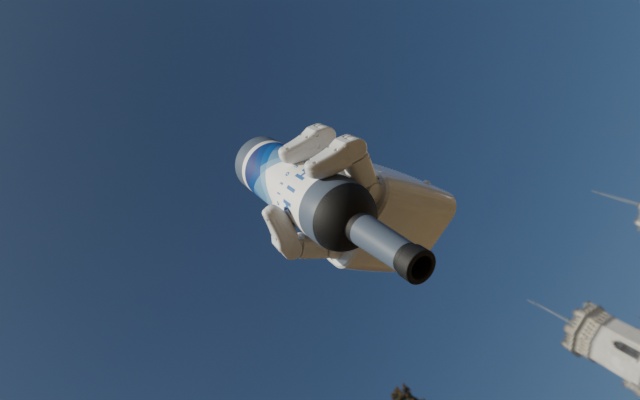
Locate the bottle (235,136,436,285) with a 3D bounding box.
[{"bbox_3d":[0.000,0.001,0.459,0.069,0.069,0.295,0,19,-31],"label":"bottle"}]
